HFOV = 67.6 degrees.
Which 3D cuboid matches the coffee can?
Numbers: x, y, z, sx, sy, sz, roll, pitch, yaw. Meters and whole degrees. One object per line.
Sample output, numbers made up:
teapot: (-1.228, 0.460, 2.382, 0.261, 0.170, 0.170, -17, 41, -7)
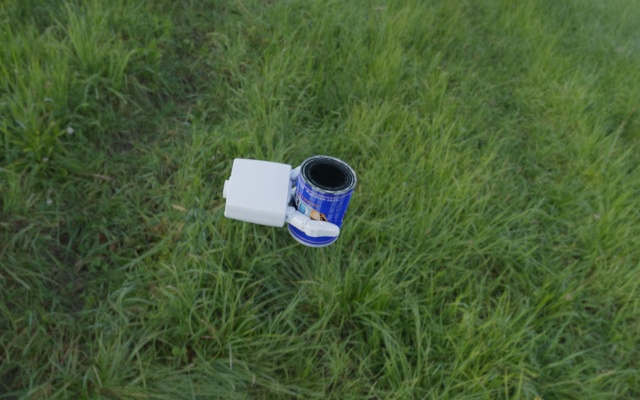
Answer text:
coffee can: (0.000, 0.003, 0.885, 0.103, 0.140, 0.102, 9, 42, -8)
